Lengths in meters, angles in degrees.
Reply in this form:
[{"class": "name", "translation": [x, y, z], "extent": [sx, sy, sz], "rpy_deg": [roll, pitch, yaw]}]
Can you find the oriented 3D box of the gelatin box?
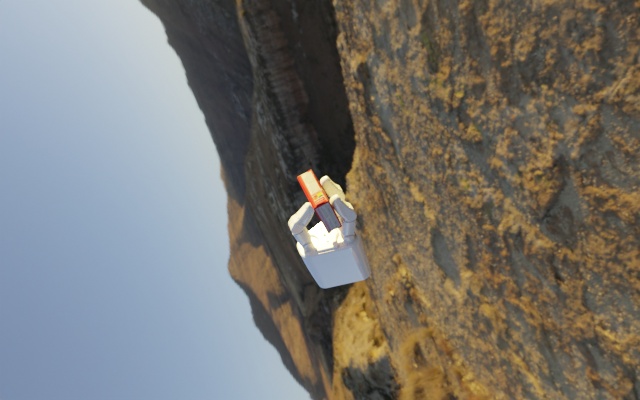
[{"class": "gelatin box", "translation": [0.000, 0.003, 0.791], "extent": [0.030, 0.073, 0.089], "rpy_deg": [-29, -36, 1]}]
